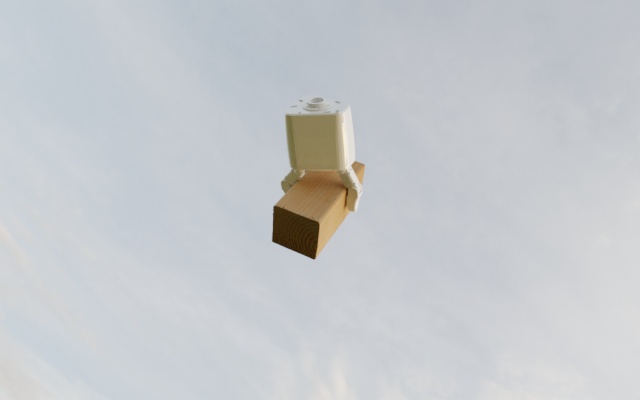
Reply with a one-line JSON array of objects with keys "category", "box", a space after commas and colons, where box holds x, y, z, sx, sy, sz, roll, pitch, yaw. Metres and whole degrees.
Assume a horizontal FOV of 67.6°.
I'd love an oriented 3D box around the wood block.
[{"category": "wood block", "box": [0.001, 0.003, 0.894, 0.091, 0.090, 0.206, 21, 40, 17]}]
